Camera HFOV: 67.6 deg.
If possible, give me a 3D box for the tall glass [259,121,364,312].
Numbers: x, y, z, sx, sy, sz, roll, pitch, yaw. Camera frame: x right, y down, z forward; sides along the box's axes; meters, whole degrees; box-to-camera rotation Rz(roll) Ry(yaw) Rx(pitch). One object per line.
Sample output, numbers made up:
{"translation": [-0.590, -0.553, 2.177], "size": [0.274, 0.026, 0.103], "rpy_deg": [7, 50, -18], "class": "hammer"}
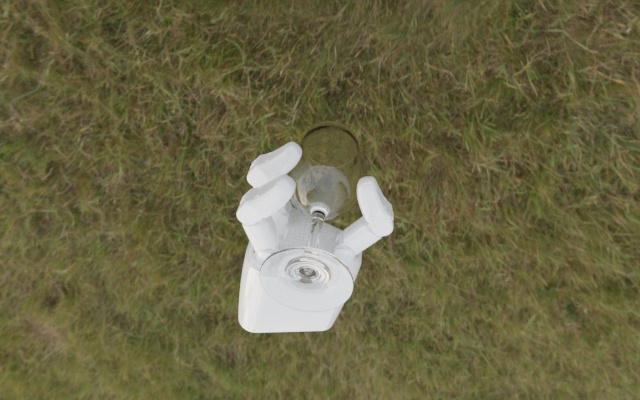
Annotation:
{"translation": [0.000, 0.002, 0.447], "size": [0.079, 0.079, 0.201], "rpy_deg": [0, 39, 9], "class": "tall glass"}
